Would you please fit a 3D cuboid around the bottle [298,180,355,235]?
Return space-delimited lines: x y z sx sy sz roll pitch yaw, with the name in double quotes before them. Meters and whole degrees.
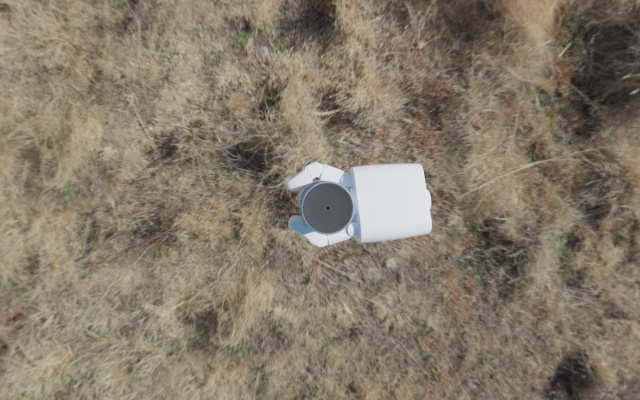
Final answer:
"bottle" 0.000 0.002 0.728 0.069 0.069 0.295 0 3 -4
